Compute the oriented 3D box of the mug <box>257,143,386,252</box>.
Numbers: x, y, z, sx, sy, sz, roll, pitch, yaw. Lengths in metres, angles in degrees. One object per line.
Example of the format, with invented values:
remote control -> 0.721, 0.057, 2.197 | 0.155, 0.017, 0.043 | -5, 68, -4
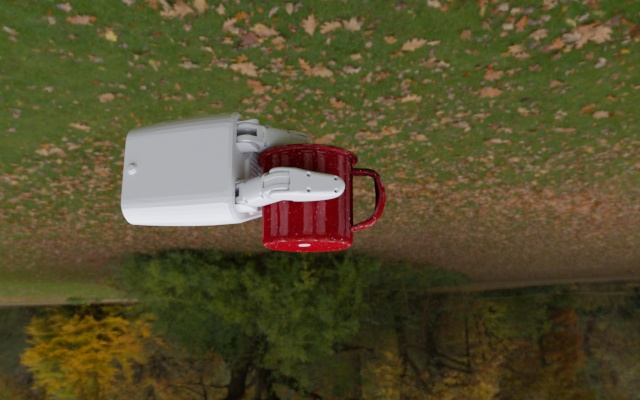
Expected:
mug -> 0.001, 0.002, 0.428 | 0.117, 0.081, 0.093 | -3, -13, 13
